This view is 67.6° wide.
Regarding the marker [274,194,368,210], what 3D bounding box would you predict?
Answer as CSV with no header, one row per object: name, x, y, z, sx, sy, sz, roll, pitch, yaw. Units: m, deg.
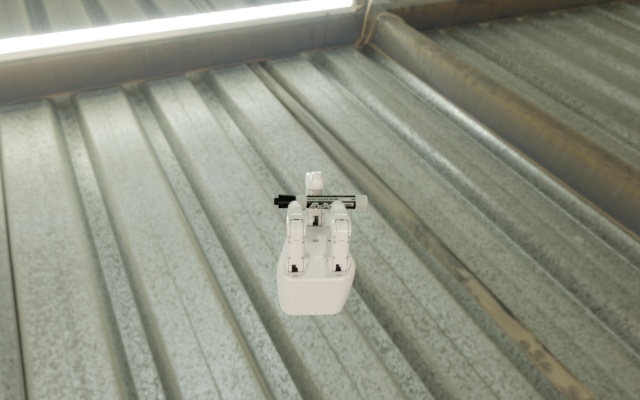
marker,0.000,0.002,0.621,0.121,0.020,0.020,1,0,-5
